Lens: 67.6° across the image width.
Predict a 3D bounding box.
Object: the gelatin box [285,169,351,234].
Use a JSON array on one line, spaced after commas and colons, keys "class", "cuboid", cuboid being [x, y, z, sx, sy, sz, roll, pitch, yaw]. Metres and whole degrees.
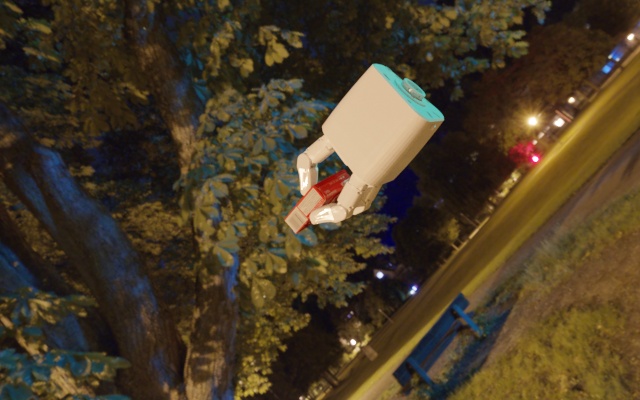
[{"class": "gelatin box", "cuboid": [0.000, 0.002, 0.673, 0.073, 0.030, 0.089, -29, -15, -47]}]
